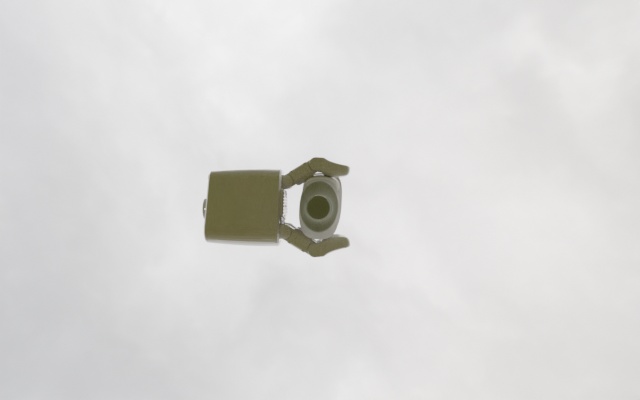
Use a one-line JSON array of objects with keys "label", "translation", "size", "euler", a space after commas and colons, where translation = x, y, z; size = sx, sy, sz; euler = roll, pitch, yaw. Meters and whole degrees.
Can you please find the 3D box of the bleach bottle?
[{"label": "bleach bottle", "translation": [0.000, 0.002, 0.696], "size": [0.068, 0.102, 0.251], "euler": [2, -1, 1]}]
